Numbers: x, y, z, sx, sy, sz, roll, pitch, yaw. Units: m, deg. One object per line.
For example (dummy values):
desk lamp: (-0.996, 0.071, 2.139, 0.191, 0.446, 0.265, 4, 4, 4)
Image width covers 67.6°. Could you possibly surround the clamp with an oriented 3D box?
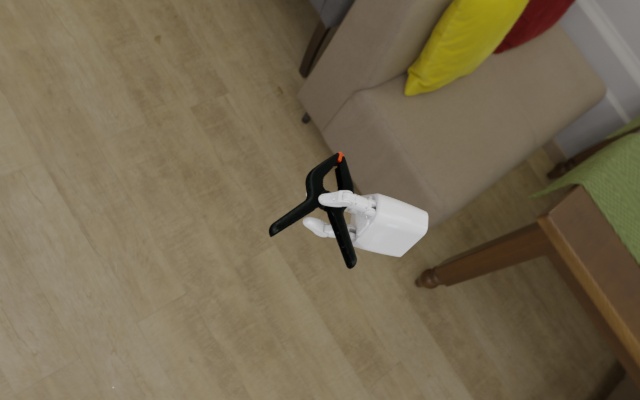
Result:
clamp: (0.001, 0.002, 0.847, 0.164, 0.210, 0.036, 18, -26, -19)
